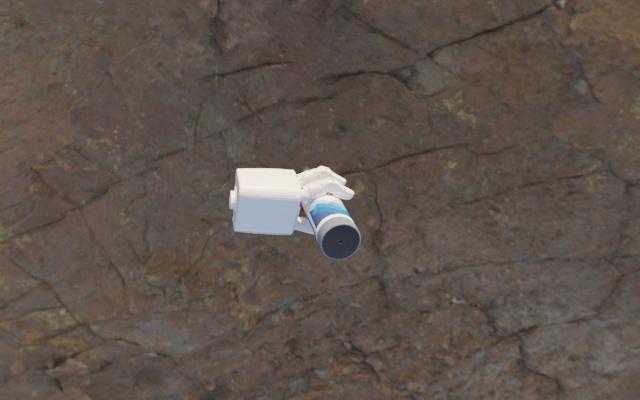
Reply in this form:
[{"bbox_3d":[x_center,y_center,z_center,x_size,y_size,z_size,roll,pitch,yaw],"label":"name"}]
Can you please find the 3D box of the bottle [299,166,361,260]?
[{"bbox_3d":[0.000,0.003,0.880,0.069,0.069,0.295,0,25,-14],"label":"bottle"}]
